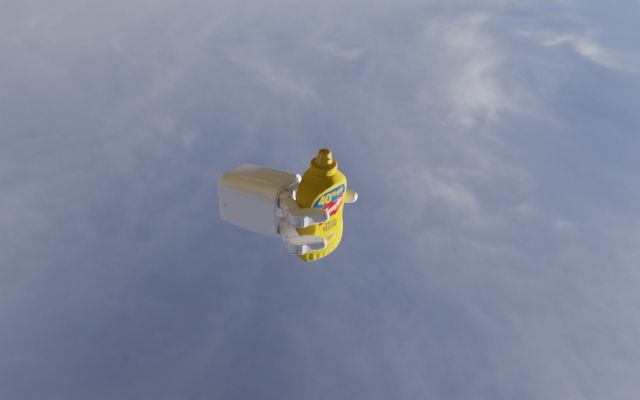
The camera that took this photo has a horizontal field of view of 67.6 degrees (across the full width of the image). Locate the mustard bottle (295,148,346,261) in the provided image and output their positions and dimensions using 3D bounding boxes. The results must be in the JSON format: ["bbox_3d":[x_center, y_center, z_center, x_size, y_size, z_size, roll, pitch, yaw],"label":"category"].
[{"bbox_3d":[0.000,0.003,0.771,0.058,0.192,0.096,32,45,33],"label":"mustard bottle"}]
